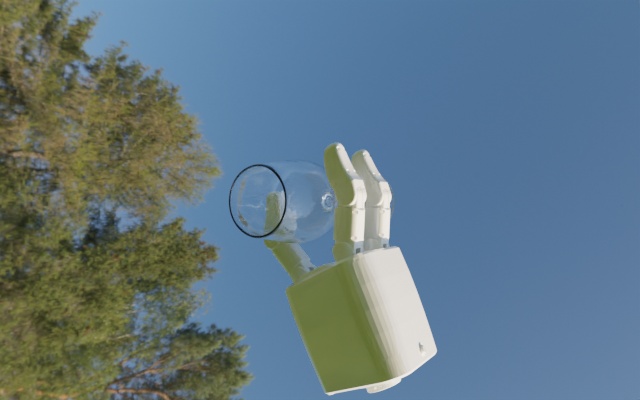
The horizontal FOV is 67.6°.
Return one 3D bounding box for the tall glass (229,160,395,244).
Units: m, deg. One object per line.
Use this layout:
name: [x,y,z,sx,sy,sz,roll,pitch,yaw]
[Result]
tall glass: [0.000,0.001,0.478,0.079,0.079,0.201,0,-1,32]
